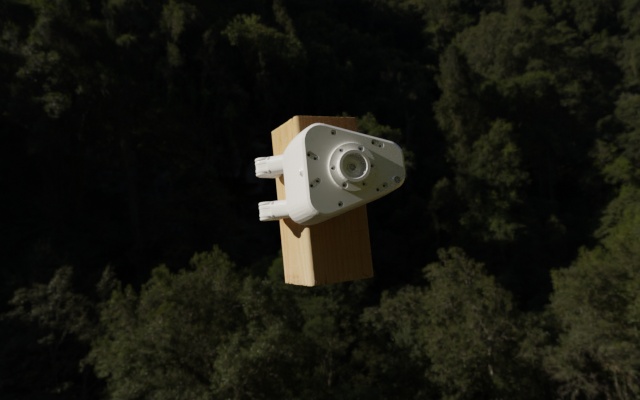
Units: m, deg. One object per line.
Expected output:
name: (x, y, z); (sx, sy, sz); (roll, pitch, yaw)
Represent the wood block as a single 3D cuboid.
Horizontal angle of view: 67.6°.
wood block: (0.001, 0.002, 0.628); (0.091, 0.206, 0.090); (-3, -5, -26)
